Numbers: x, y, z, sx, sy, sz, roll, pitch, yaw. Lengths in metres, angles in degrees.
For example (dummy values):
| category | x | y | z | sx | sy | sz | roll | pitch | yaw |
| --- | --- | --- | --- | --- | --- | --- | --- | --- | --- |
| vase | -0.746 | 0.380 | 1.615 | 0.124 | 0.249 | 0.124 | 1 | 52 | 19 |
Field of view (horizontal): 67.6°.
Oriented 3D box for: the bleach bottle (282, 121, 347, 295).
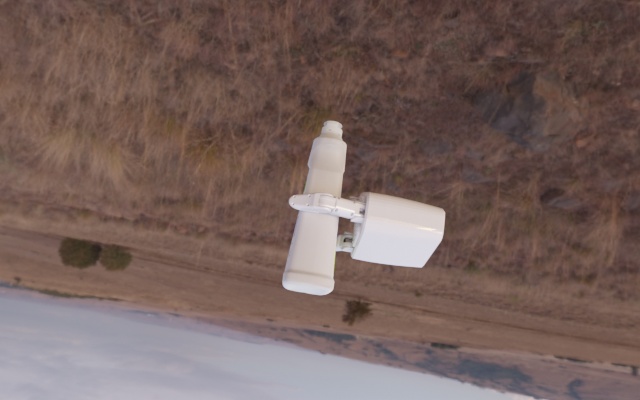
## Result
| category | x | y | z | sx | sy | sz | roll | pitch | yaw |
| --- | --- | --- | --- | --- | --- | --- | --- | --- | --- |
| bleach bottle | 0.000 | 0.002 | 0.678 | 0.068 | 0.250 | 0.102 | 10 | -16 | -4 |
